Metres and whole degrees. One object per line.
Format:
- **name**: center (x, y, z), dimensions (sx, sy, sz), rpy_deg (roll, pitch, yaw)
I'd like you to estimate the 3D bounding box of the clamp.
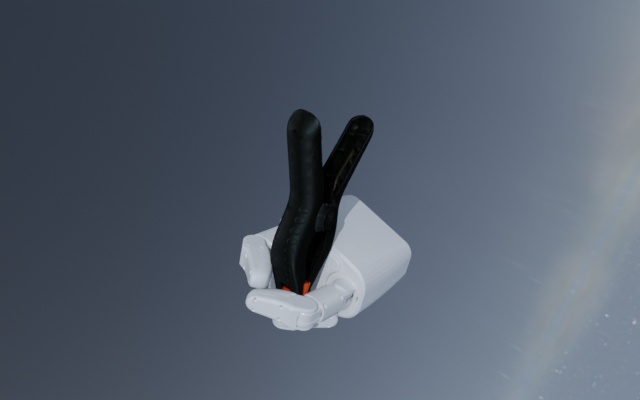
- **clamp**: center (0.000, 0.002, 0.408), dimensions (0.039, 0.171, 0.120), rpy_deg (28, 28, 29)
